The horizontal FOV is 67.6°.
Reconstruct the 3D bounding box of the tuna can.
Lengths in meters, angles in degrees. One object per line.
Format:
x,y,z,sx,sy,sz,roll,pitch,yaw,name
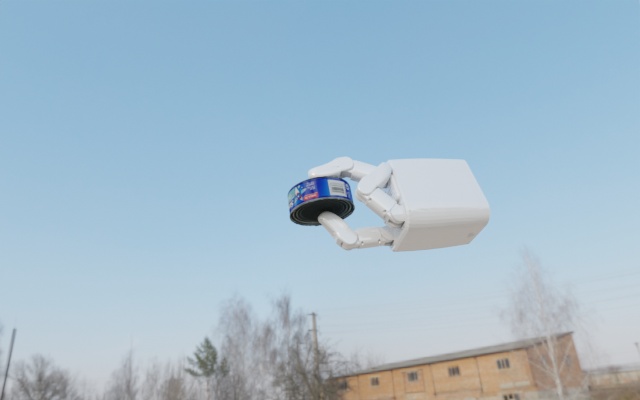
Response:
0.000,0.002,0.625,0.086,0.033,0.086,-8,-24,-4,tuna can
